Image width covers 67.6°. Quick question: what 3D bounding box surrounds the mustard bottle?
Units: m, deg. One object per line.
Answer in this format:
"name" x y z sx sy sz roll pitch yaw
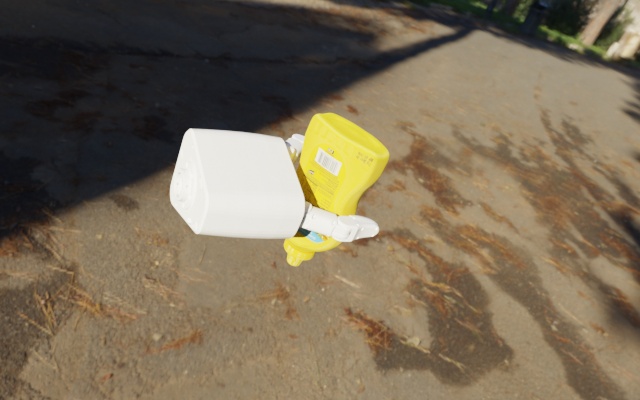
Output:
"mustard bottle" 0.000 0.002 0.562 0.096 0.192 0.058 37 30 22
